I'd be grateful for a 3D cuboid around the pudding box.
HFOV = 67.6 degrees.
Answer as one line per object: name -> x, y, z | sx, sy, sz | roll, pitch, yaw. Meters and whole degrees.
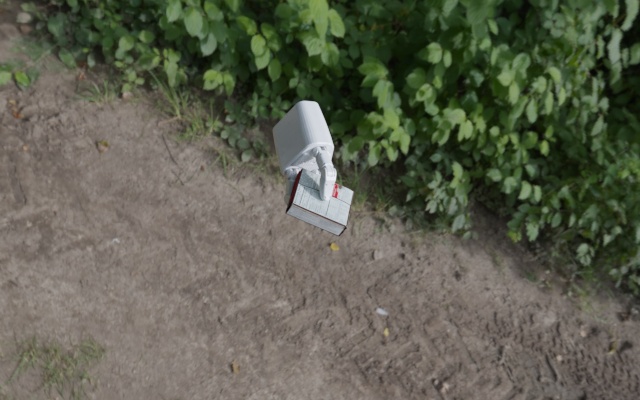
pudding box -> 0.000, 0.003, 0.871 | 0.113, 0.090, 0.039 | 23, -39, -10
